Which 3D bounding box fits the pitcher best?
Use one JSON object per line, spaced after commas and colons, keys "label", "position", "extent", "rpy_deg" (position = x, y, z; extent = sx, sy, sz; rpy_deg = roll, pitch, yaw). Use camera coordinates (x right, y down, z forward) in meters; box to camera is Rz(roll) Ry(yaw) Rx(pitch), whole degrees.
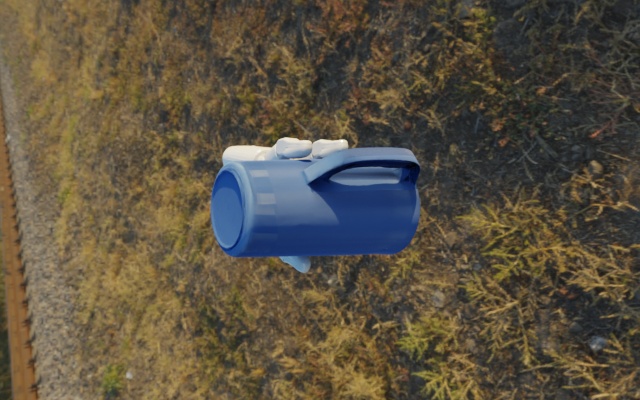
{"label": "pitcher", "position": [0.000, 0.002, 0.587], "extent": [0.243, 0.149, 0.145], "rpy_deg": [0, 10, -35]}
